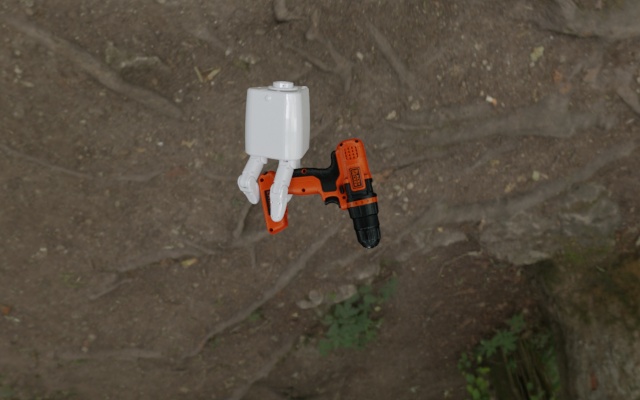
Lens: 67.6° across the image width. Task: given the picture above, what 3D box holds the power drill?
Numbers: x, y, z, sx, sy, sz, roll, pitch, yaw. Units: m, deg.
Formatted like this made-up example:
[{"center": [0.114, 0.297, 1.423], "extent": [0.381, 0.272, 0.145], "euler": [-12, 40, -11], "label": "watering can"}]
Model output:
[{"center": [0.000, 0.002, 0.797], "extent": [0.187, 0.184, 0.057], "euler": [-12, -2, 4], "label": "power drill"}]
